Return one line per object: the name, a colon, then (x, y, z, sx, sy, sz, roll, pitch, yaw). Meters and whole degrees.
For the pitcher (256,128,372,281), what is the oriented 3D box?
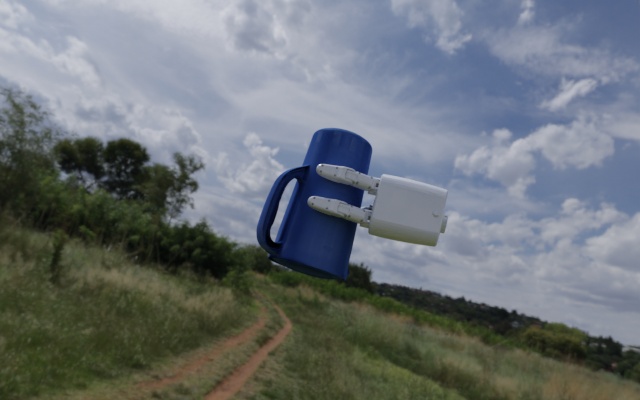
pitcher: (0.000, 0.003, 0.798, 0.145, 0.242, 0.149, 13, -14, 13)
